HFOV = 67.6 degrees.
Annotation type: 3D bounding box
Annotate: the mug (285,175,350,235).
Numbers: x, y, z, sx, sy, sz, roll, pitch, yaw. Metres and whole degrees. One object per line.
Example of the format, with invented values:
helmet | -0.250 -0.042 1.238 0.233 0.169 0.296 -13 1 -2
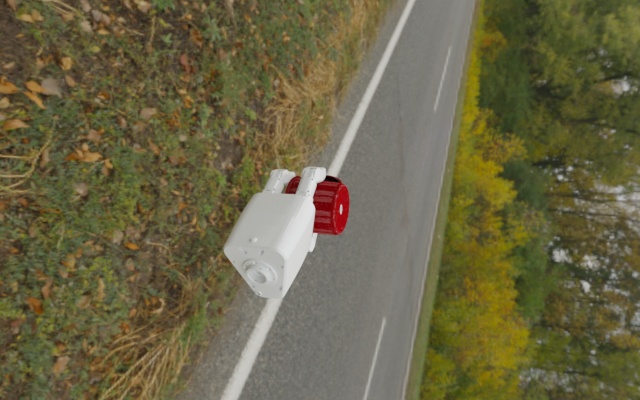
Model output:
mug | 0.001 0.002 0.759 0.081 0.093 0.117 6 43 20
